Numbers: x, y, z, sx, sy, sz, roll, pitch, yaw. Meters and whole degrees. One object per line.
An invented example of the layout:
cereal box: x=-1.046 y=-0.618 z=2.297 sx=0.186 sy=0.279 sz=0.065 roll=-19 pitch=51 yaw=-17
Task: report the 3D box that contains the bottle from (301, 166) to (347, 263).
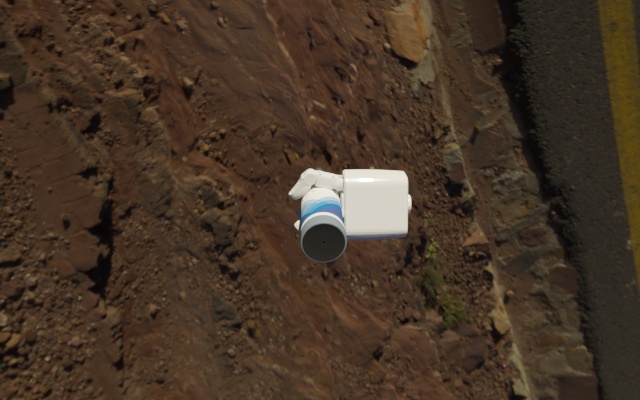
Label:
bottle: x=0.000 y=0.003 z=0.816 sx=0.069 sy=0.069 sz=0.295 roll=0 pitch=23 yaw=-2
